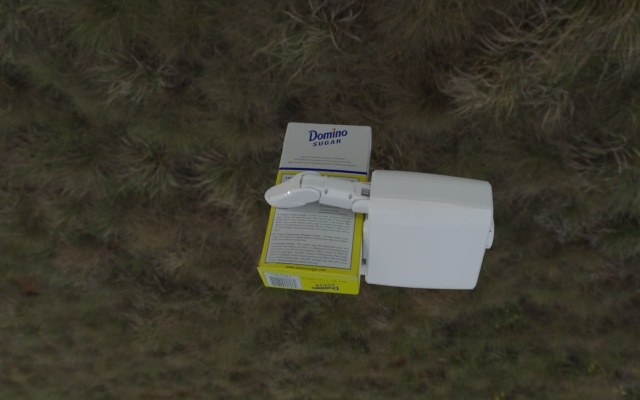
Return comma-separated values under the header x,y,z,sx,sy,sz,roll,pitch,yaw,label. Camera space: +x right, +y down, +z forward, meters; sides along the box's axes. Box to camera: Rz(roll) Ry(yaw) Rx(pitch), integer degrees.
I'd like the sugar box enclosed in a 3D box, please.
x,y,z,sx,sy,sz,roll,pitch,yaw,label
0.000,0.002,0.482,0.093,0.176,0.048,4,-35,7,sugar box
